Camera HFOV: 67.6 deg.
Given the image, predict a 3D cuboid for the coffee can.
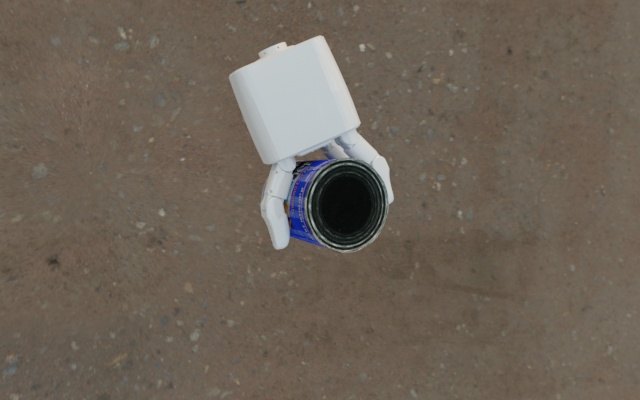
[{"bbox_3d":[0.000,0.002,0.571,0.103,0.103,0.140,0,3,-26],"label":"coffee can"}]
